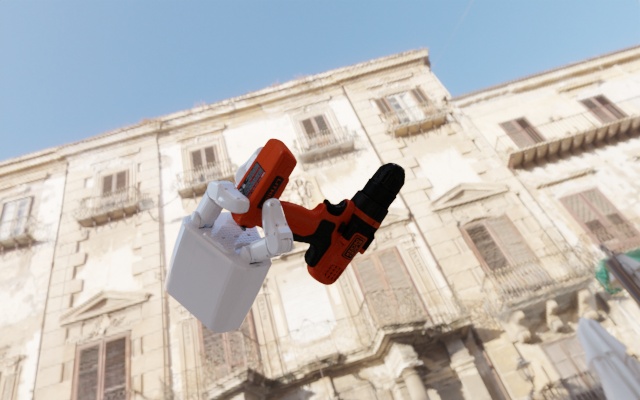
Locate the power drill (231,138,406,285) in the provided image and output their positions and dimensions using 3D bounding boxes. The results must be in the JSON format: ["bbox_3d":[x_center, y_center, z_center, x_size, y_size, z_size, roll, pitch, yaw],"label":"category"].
[{"bbox_3d":[0.000,0.002,0.580,0.188,0.184,0.057,30,7,-33],"label":"power drill"}]
